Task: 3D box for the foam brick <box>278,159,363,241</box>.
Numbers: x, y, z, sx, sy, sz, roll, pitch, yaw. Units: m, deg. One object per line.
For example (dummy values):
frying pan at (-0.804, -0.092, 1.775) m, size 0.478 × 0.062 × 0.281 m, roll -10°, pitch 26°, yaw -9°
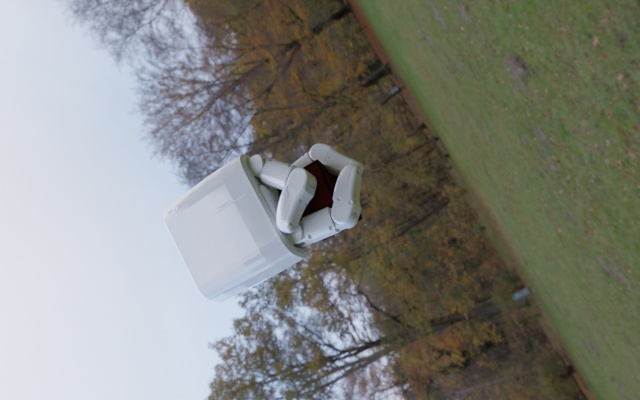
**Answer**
foam brick at (0.000, 0.002, 0.501) m, size 0.051 × 0.053 × 0.078 m, roll -32°, pitch -26°, yaw 13°
